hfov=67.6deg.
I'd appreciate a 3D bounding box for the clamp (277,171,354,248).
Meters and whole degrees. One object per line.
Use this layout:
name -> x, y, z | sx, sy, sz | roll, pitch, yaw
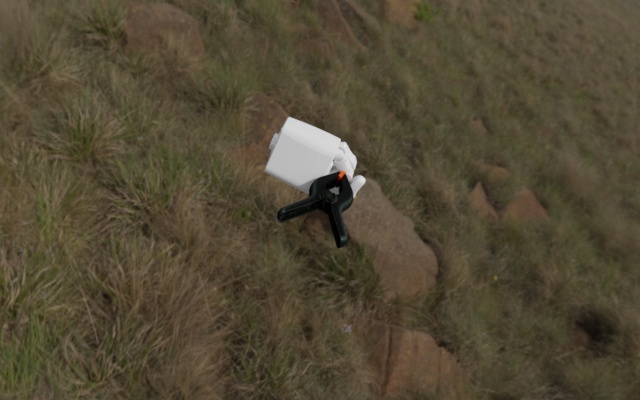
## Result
clamp -> 0.000, 0.002, 0.816 | 0.120, 0.039, 0.171 | 22, 39, -4
